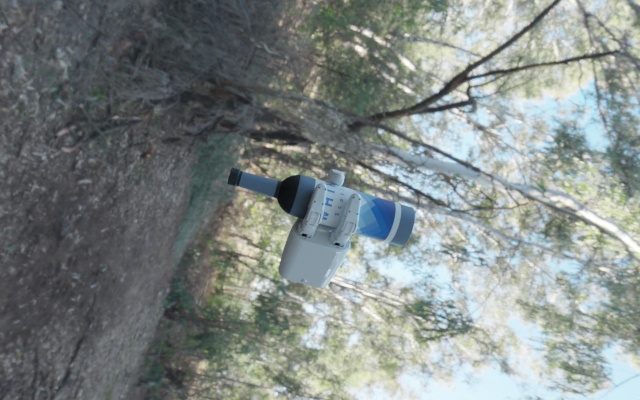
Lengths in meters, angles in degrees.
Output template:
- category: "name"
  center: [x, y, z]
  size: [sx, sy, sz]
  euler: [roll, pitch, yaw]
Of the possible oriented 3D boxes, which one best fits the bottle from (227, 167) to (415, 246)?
- category: "bottle"
  center: [0.000, 0.002, 0.756]
  size: [0.296, 0.069, 0.069]
  euler: [16, -2, -8]
